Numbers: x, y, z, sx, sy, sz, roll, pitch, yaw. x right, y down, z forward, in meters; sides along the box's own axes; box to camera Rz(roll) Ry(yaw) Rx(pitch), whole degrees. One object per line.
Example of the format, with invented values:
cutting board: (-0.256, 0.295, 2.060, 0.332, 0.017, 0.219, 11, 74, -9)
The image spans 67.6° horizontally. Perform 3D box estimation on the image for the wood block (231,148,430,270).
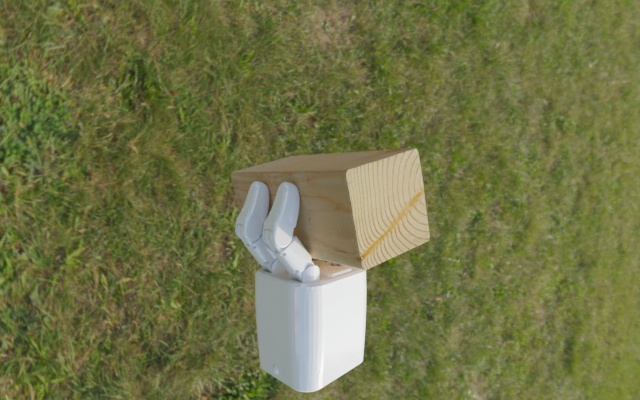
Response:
wood block: (0.000, 0.002, 0.497, 0.091, 0.090, 0.206, -18, 13, -35)
